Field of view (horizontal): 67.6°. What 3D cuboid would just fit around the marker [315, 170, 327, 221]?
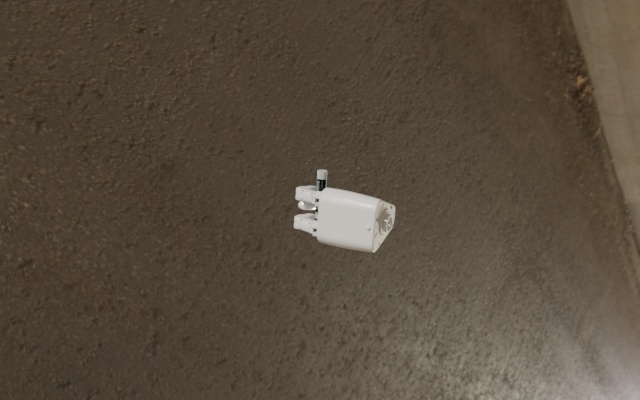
[{"bbox_3d":[0.000,0.003,0.896,0.020,0.121,0.020,3,15,-1],"label":"marker"}]
